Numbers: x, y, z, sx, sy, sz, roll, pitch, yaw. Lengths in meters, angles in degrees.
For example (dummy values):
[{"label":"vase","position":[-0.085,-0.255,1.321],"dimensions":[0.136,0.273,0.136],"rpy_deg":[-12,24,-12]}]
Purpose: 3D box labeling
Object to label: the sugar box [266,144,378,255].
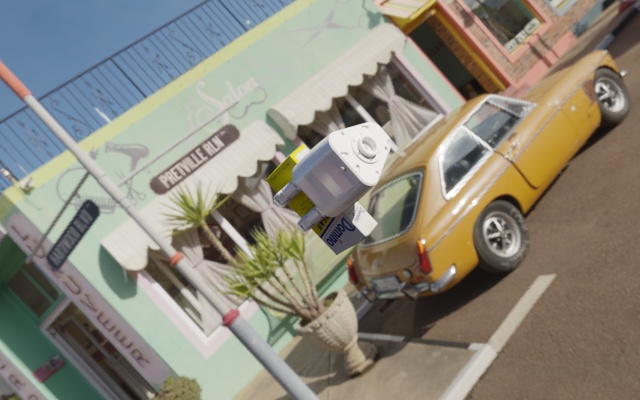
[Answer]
[{"label":"sugar box","position":[0.000,0.003,0.778],"dimensions":[0.048,0.176,0.093],"rpy_deg":[-44,3,-40]}]
